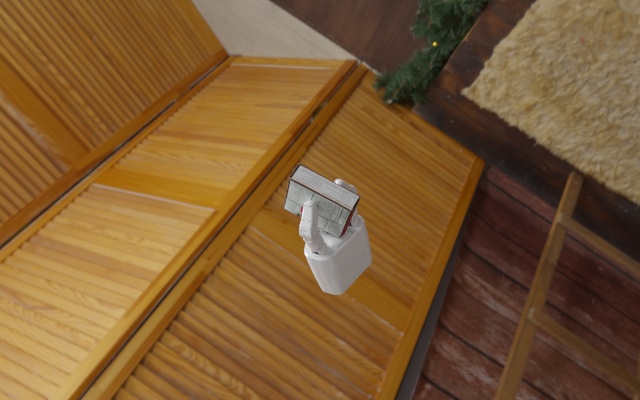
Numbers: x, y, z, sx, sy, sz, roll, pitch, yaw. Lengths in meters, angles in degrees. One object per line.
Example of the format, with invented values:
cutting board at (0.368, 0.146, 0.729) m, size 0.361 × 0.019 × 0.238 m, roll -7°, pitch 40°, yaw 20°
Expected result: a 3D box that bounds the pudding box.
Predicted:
pudding box at (0.000, 0.003, 0.764) m, size 0.113 × 0.039 × 0.090 m, roll 27°, pitch -34°, yaw 6°
